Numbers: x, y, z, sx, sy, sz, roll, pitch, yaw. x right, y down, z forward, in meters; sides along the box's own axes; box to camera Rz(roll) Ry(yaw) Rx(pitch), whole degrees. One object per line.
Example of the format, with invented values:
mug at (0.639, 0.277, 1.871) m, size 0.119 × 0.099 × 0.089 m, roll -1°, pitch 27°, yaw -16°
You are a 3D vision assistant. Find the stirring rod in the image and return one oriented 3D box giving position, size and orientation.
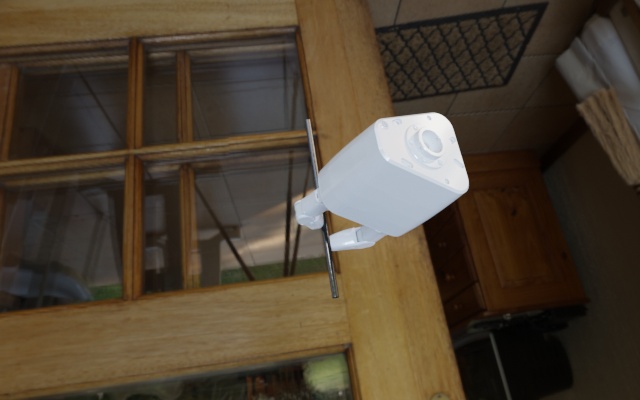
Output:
stirring rod at (0.000, 0.002, 0.593) m, size 0.011 × 0.239 × 0.011 m, roll -8°, pitch -24°, yaw -3°
